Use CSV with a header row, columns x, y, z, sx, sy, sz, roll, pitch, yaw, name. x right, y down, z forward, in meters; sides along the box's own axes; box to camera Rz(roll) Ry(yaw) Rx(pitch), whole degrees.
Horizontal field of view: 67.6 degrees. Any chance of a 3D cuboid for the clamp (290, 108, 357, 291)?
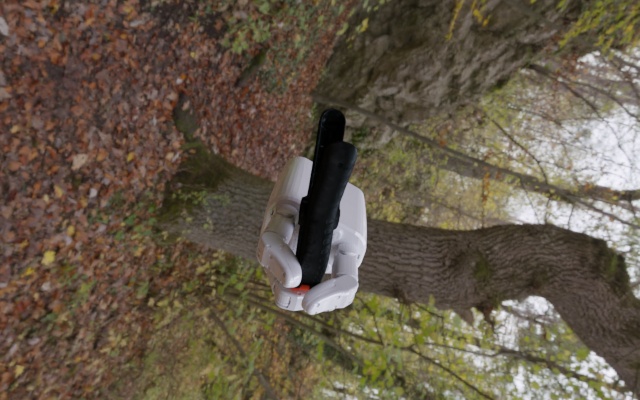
x,y,z,sx,sy,sz,roll,pitch,yaw,name
0.001,0.002,0.435,0.039,0.172,0.120,14,31,-3,clamp
